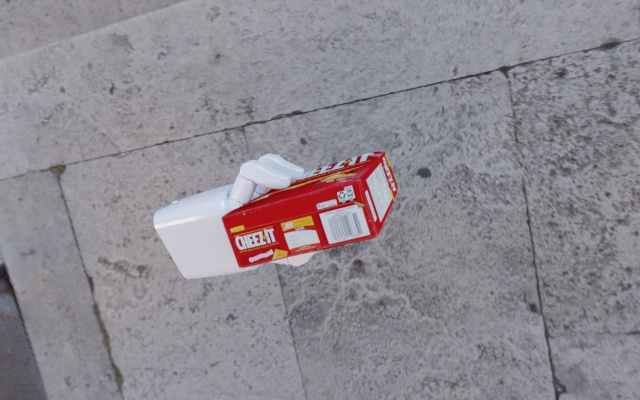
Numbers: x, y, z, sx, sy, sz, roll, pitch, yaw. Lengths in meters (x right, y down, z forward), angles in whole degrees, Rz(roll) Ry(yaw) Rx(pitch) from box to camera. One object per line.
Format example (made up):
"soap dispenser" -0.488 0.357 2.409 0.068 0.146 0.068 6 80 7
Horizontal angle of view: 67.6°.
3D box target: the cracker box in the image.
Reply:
"cracker box" 0.000 0.002 0.596 0.164 0.072 0.213 -15 9 18
